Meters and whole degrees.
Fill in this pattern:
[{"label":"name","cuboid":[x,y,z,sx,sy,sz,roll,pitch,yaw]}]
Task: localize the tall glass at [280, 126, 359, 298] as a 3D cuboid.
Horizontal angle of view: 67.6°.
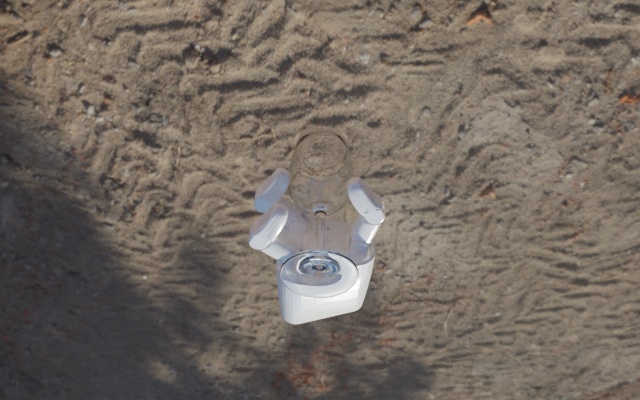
[{"label":"tall glass","cuboid":[0.000,0.002,0.519,0.079,0.079,0.200,1,45,1]}]
